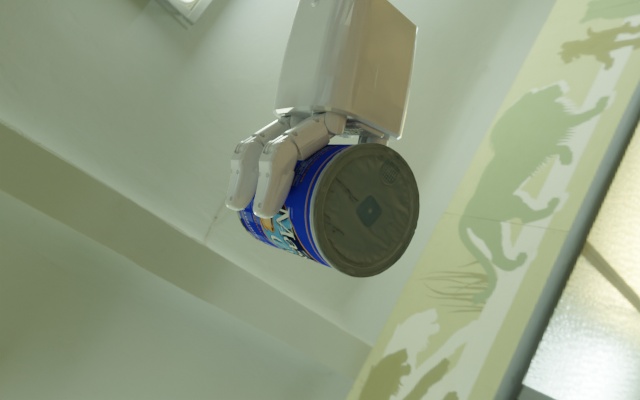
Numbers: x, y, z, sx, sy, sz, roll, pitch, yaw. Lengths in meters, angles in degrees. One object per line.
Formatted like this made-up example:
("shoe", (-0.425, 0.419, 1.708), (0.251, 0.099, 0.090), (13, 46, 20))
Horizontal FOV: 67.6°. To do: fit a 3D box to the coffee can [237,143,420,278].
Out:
("coffee can", (0.000, 0.002, 0.417), (0.103, 0.103, 0.140), (0, 6, -33))
